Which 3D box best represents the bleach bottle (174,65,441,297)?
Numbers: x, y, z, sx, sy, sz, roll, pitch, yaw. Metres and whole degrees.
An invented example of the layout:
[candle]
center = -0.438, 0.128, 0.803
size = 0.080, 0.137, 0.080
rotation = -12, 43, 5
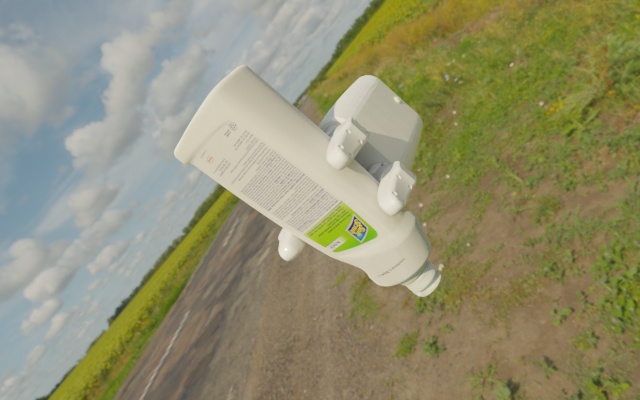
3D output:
[bleach bottle]
center = 0.000, 0.001, 0.421
size = 0.103, 0.251, 0.068
rotation = -41, 13, 44
